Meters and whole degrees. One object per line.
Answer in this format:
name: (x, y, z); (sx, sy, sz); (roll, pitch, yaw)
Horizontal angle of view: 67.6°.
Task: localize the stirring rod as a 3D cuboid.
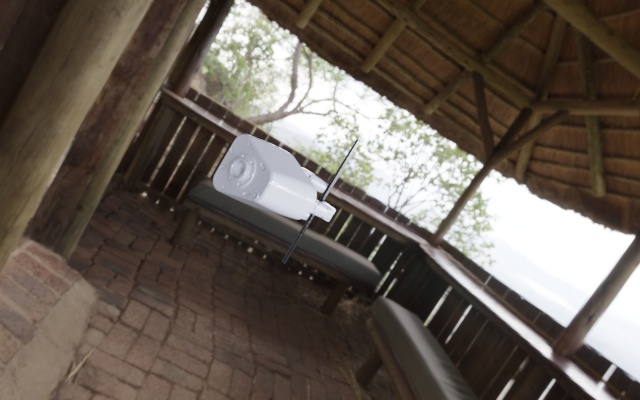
stirring rod: (0.000, 0.003, 0.798); (0.011, 0.239, 0.011); (31, 6, -4)
